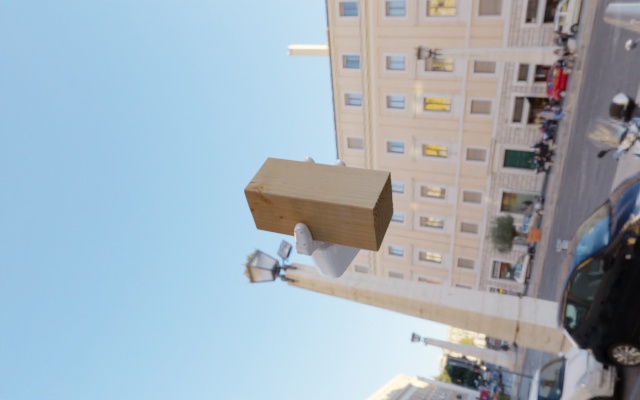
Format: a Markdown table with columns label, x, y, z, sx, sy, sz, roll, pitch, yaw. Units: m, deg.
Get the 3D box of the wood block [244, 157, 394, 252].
| label | x | y | z | sx | sy | sz | roll | pitch | yaw |
| --- | --- | --- | --- | --- | --- | --- | --- | --- | --- |
| wood block | 0.000 | 0.003 | 0.742 | 0.206 | 0.090 | 0.090 | 8 | 44 | 22 |
